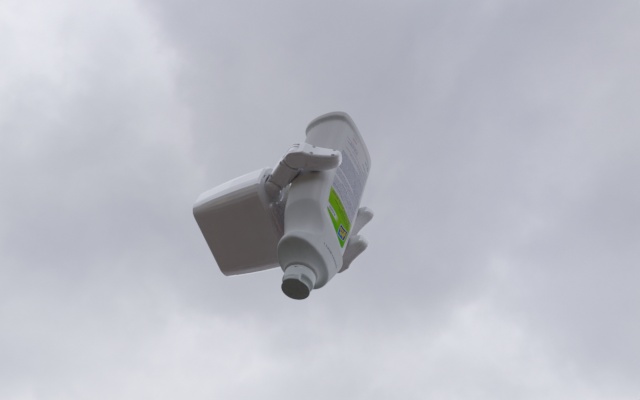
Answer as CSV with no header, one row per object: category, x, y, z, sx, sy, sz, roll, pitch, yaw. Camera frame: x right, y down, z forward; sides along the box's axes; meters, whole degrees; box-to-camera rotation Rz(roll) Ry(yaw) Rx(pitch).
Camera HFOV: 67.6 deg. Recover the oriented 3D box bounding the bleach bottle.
bleach bottle,0.000,0.002,0.535,0.068,0.103,0.250,-17,30,26
